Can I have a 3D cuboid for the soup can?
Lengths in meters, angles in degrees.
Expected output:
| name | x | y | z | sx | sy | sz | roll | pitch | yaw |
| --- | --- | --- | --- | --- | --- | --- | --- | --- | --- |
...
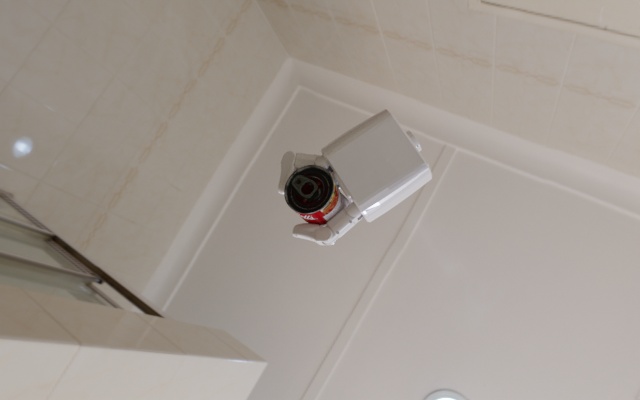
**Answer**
| name | x | y | z | sx | sy | sz | roll | pitch | yaw |
| --- | --- | --- | --- | --- | --- | --- | --- | --- | --- |
| soup can | 0.000 | 0.003 | 0.656 | 0.068 | 0.068 | 0.102 | 0 | -20 | 19 |
